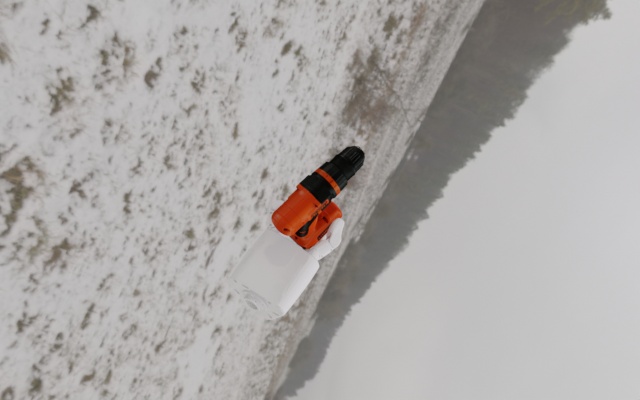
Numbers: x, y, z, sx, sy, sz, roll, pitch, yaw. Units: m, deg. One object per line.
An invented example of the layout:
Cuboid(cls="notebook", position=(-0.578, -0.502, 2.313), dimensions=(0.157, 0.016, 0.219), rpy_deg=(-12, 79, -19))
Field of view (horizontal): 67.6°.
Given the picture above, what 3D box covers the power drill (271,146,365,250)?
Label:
Cuboid(cls="power drill", position=(0.000, 0.003, 0.806), dimensions=(0.184, 0.057, 0.188), rpy_deg=(-42, -16, -12))
